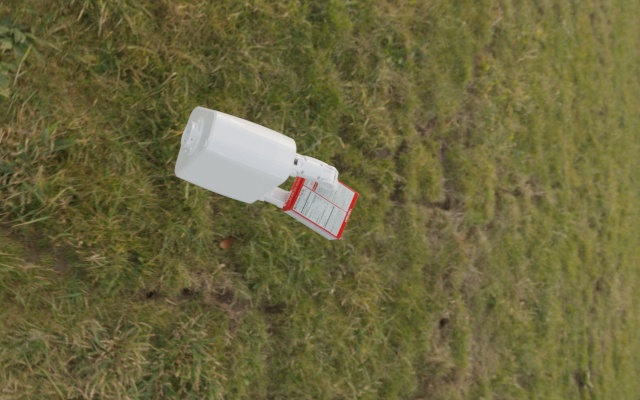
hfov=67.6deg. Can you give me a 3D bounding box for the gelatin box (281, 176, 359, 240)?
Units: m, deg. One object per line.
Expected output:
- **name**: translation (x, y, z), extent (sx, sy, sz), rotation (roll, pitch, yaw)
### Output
- **gelatin box**: translation (0.001, 0.002, 0.652), extent (0.089, 0.073, 0.030), rotation (32, -21, -23)
